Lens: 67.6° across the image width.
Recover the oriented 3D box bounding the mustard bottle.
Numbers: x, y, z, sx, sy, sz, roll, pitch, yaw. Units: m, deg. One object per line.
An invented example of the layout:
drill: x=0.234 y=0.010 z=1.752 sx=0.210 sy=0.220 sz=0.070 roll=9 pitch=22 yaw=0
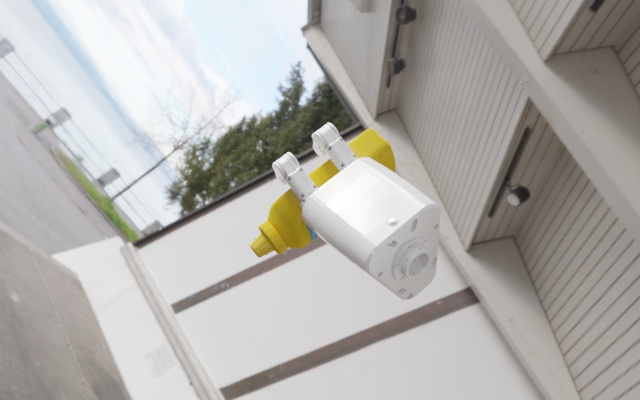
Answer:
mustard bottle: x=0.000 y=0.001 z=0.558 sx=0.191 sy=0.058 sz=0.096 roll=-38 pitch=-22 yaw=-12
